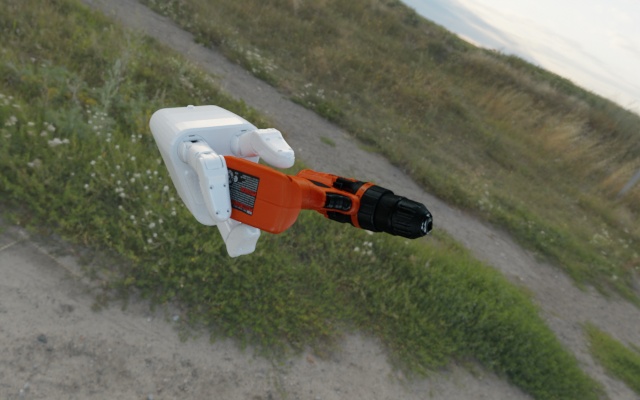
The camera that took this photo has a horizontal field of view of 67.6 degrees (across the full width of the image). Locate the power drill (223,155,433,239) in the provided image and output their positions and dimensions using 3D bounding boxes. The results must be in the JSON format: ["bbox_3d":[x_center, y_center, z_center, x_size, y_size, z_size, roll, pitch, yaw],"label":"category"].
[{"bbox_3d":[0.000,0.001,0.488,0.184,0.057,0.187,16,6,38],"label":"power drill"}]
